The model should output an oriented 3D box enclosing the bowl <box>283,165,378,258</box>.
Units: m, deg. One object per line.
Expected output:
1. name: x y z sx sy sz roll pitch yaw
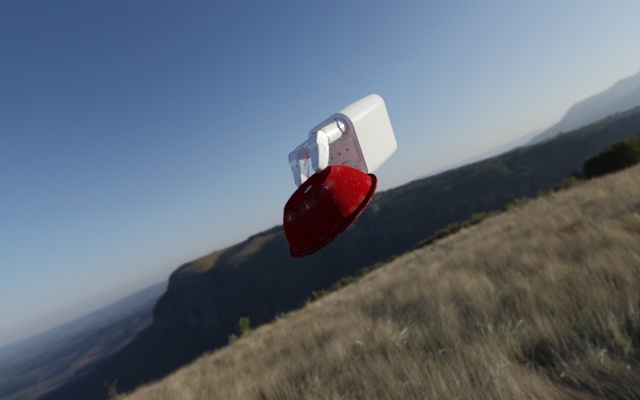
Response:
1. bowl: -0.001 0.003 0.657 0.055 0.162 0.162 46 -15 -15
